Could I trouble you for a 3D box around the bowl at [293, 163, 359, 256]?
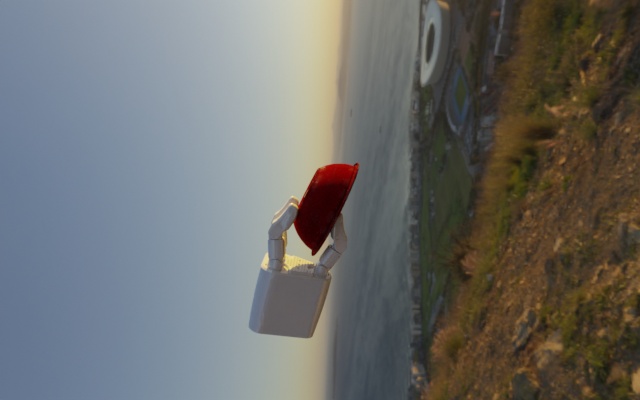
[{"bbox_3d":[0.000,0.001,0.743,0.055,0.162,0.162,27,-2,-4],"label":"bowl"}]
